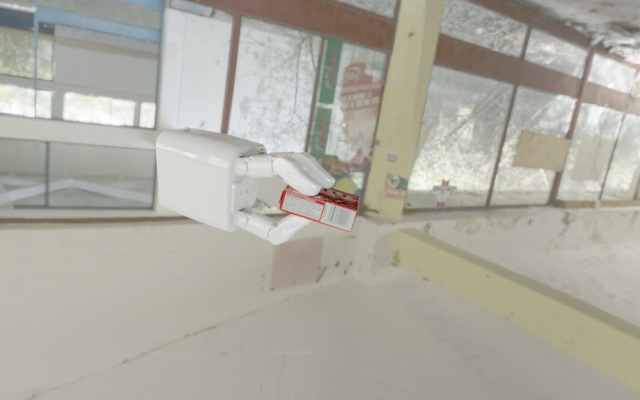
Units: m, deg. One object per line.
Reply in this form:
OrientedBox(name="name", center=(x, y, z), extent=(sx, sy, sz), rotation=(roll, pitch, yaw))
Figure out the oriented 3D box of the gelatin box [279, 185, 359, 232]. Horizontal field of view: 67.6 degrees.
OrientedBox(name="gelatin box", center=(0.000, 0.002, 0.571), extent=(0.089, 0.030, 0.073), rotation=(18, 15, 1))
